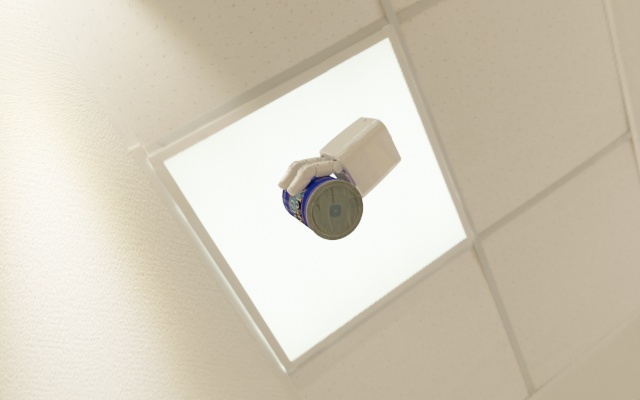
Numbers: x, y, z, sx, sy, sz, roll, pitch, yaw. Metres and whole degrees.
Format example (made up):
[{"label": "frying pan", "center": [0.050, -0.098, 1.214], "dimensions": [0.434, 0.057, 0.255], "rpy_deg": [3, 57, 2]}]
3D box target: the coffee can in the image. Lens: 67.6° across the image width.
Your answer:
[{"label": "coffee can", "center": [0.000, 0.003, 0.848], "dimensions": [0.103, 0.103, 0.140], "rpy_deg": [0, 12, -22]}]
